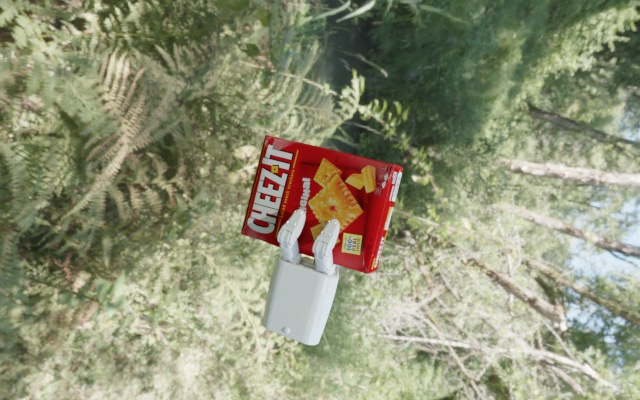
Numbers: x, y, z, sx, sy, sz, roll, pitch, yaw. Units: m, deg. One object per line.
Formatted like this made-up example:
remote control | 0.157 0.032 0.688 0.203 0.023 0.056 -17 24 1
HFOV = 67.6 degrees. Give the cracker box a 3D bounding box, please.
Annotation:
cracker box | 0.000 0.002 0.731 0.213 0.164 0.072 15 2 19
